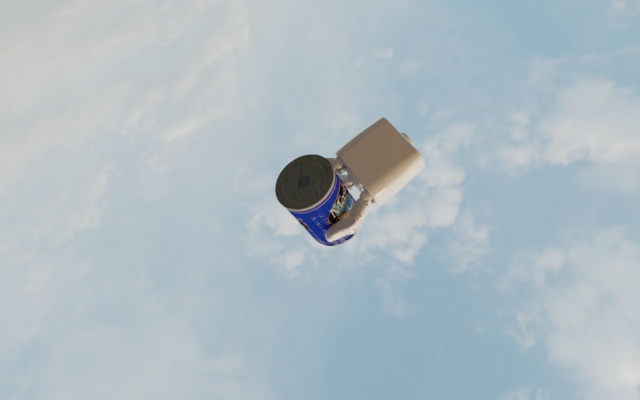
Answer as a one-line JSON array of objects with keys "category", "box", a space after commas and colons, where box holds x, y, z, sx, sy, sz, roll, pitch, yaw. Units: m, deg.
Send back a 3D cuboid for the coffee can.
[{"category": "coffee can", "box": [0.000, 0.003, 0.808, 0.103, 0.102, 0.140, 0, -29, 26]}]
